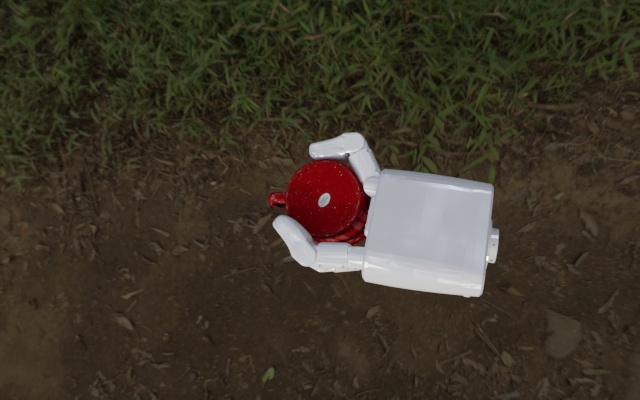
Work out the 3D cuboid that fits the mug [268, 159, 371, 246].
[{"bbox_3d":[-0.001,0.001,0.515,0.117,0.093,0.081,6,-7,15],"label":"mug"}]
